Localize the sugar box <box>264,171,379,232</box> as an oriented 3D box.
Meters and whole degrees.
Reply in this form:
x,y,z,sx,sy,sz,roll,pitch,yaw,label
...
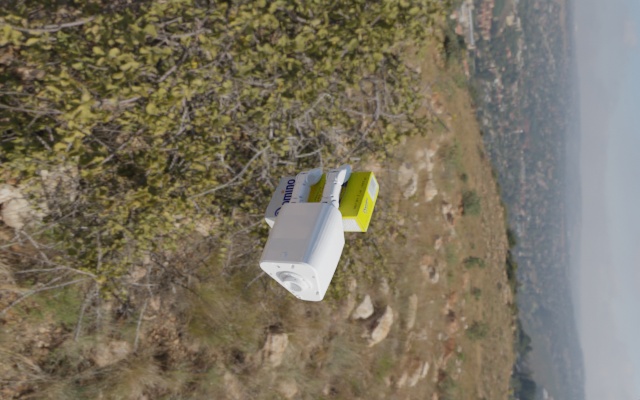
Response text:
x,y,z,sx,sy,sz,roll,pitch,yaw,label
0.000,0.002,0.777,0.176,0.093,0.048,-1,-40,29,sugar box
